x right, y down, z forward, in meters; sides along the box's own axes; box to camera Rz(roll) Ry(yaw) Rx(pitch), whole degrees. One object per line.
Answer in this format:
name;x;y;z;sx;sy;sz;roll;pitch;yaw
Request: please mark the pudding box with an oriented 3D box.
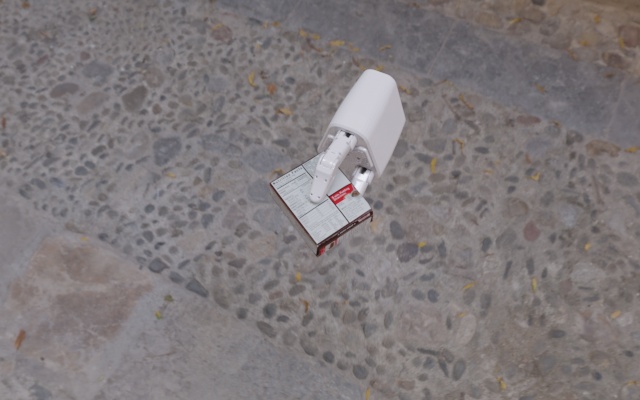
pudding box;0.000;0.002;0.615;0.090;0.113;0.039;-32;-25;-14
